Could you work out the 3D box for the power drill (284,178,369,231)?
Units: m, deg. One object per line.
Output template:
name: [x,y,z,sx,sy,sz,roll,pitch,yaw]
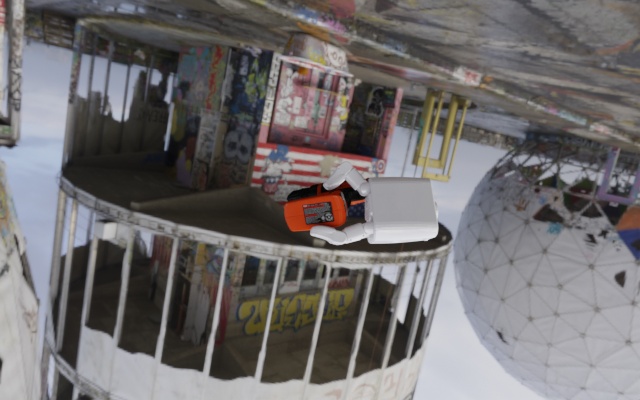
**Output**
power drill: [0.000,0.003,0.878,0.184,0.057,0.187,-10,11,19]
